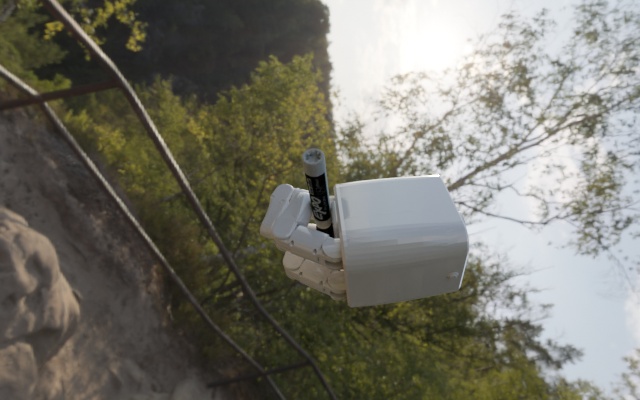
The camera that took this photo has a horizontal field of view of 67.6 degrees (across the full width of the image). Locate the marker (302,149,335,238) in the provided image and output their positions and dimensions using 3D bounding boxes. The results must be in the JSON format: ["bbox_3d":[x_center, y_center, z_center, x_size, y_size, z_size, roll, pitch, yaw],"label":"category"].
[{"bbox_3d":[0.000,0.001,0.436,0.020,0.020,0.121,0,-39,7],"label":"marker"}]
